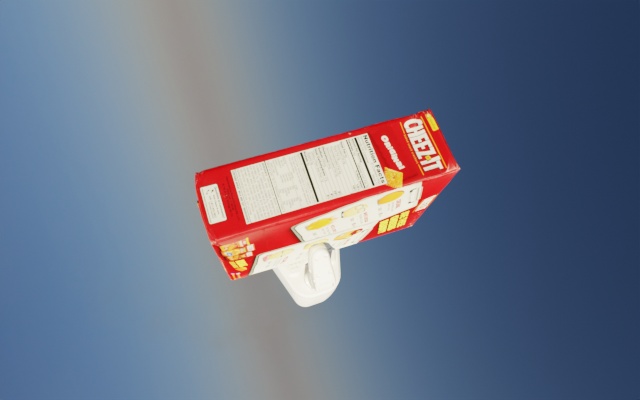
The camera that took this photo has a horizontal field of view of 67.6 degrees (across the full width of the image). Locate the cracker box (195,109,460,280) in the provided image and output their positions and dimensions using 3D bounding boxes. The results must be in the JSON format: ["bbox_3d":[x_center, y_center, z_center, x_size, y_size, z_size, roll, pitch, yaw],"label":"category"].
[{"bbox_3d":[0.000,0.002,0.461,0.213,0.072,0.164,-17,-17,-10],"label":"cracker box"}]
